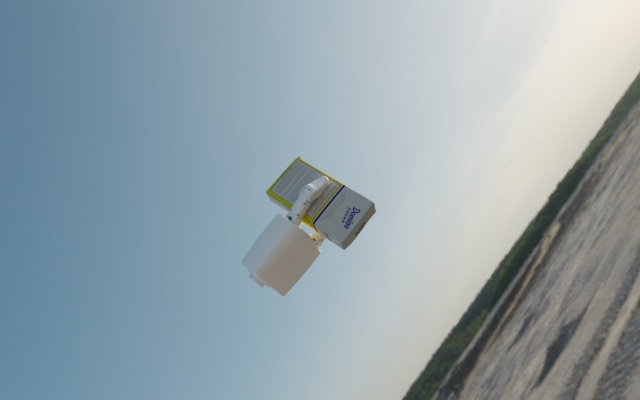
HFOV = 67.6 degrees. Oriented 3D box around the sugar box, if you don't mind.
[{"bbox_3d":[0.000,0.003,0.843,0.176,0.093,0.048,34,-16,23],"label":"sugar box"}]
